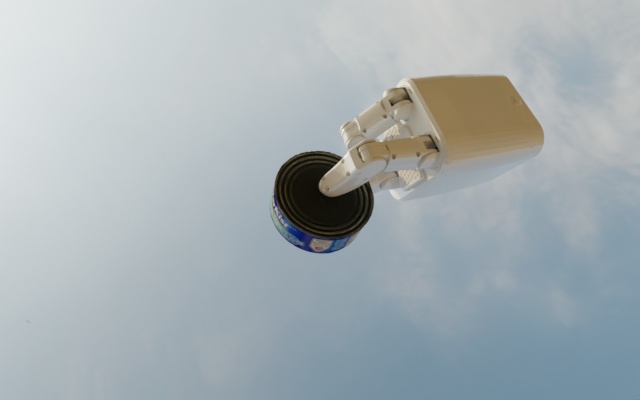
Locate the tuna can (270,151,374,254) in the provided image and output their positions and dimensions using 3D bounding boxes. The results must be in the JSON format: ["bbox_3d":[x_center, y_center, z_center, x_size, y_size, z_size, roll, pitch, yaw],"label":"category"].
[{"bbox_3d":[0.000,0.002,0.410,0.086,0.086,0.034,0,-31,-17],"label":"tuna can"}]
